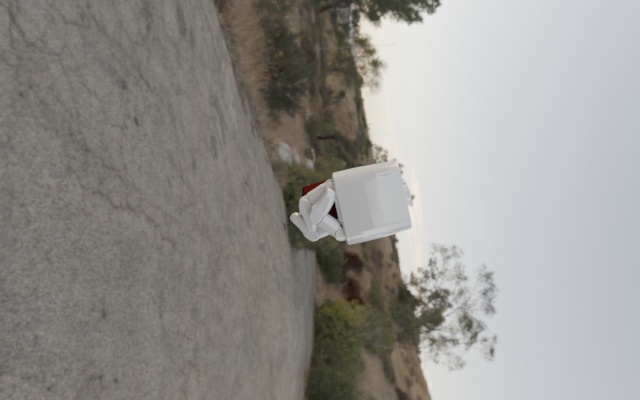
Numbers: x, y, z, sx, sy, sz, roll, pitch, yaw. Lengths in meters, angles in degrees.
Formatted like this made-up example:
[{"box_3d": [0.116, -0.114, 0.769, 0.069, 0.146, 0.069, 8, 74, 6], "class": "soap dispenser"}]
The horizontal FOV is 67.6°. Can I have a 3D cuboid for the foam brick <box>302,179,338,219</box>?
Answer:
[{"box_3d": [0.000, 0.003, 0.822, 0.051, 0.053, 0.078, -19, 16, 5], "class": "foam brick"}]
